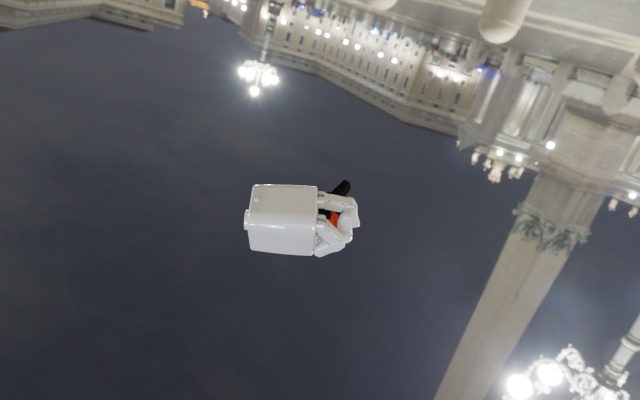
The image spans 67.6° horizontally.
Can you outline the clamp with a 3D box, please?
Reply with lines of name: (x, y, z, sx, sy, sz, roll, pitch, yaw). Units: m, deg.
clamp: (0.000, 0.003, 0.878, 0.120, 0.039, 0.171, -7, 21, 2)
